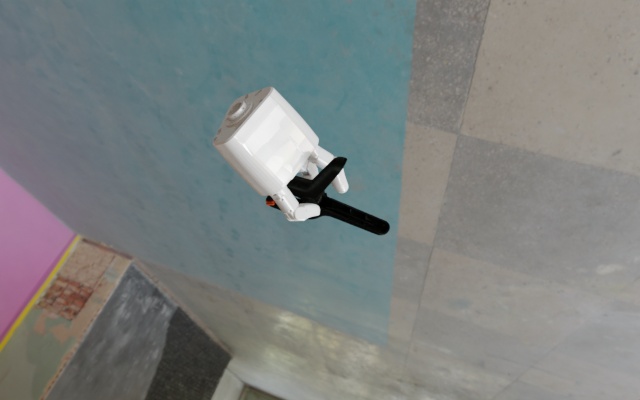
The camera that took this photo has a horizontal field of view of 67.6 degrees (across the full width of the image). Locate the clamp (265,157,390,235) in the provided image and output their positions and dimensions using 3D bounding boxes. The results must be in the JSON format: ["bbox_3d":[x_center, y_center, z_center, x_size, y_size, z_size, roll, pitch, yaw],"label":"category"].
[{"bbox_3d":[-0.001,0.003,0.757,0.210,0.036,0.165,-5,-44,44],"label":"clamp"}]
